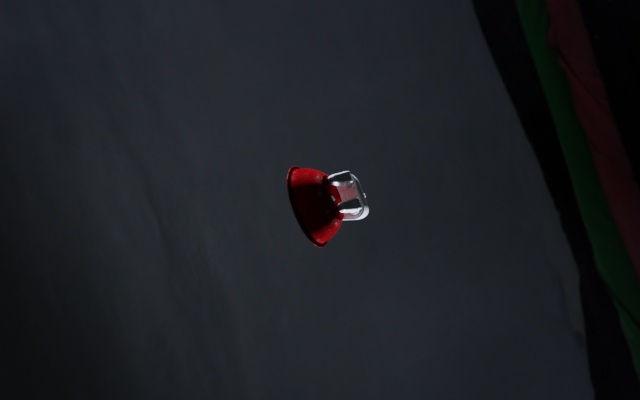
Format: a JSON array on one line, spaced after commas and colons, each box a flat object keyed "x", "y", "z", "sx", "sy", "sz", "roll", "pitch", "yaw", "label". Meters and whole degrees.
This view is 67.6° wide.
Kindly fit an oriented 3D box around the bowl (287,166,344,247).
[{"x": 0.000, "y": 0.003, "z": 0.889, "sx": 0.055, "sy": 0.162, "sz": 0.162, "roll": -21, "pitch": -7, "yaw": 19, "label": "bowl"}]
